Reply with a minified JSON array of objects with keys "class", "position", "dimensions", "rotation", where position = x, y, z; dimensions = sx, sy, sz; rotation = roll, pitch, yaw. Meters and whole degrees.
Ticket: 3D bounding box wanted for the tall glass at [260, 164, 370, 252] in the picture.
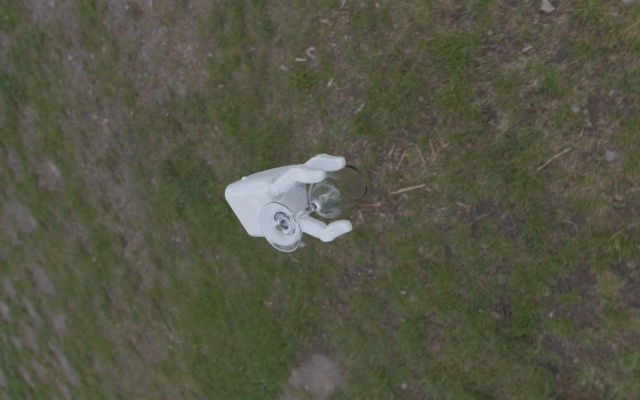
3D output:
[{"class":"tall glass","position":[0.000,0.003,0.729],"dimensions":[0.079,0.079,0.201],"rotation":[0,20,37]}]
